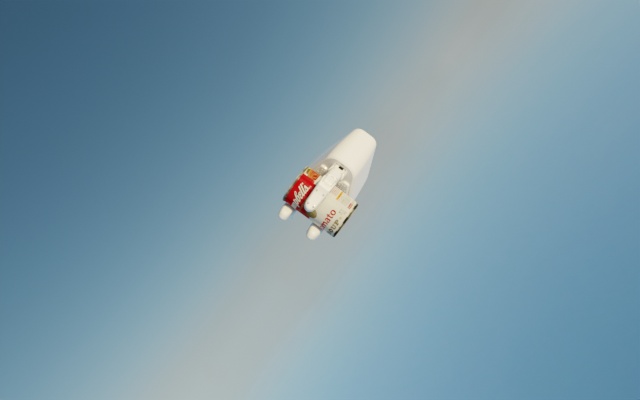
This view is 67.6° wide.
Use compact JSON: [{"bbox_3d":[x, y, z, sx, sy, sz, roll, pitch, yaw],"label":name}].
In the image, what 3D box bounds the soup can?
[{"bbox_3d":[0.000,0.003,0.757,0.102,0.068,0.068,37,1,2],"label":"soup can"}]
